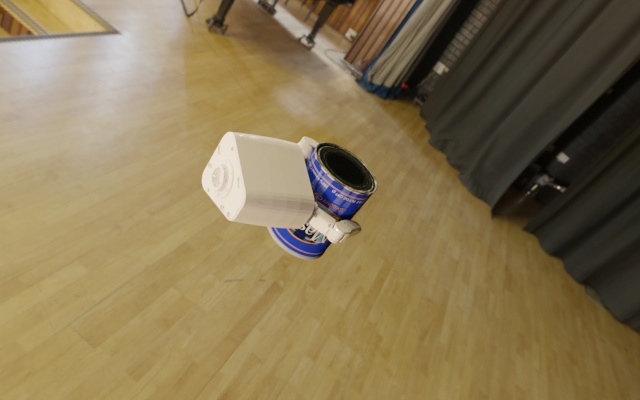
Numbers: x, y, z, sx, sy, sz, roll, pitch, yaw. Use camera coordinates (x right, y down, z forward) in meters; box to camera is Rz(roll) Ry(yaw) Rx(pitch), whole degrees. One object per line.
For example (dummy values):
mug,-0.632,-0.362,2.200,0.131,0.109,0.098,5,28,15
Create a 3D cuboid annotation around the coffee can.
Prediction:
coffee can,0.000,0.002,0.688,0.103,0.102,0.140,0,-44,-46
